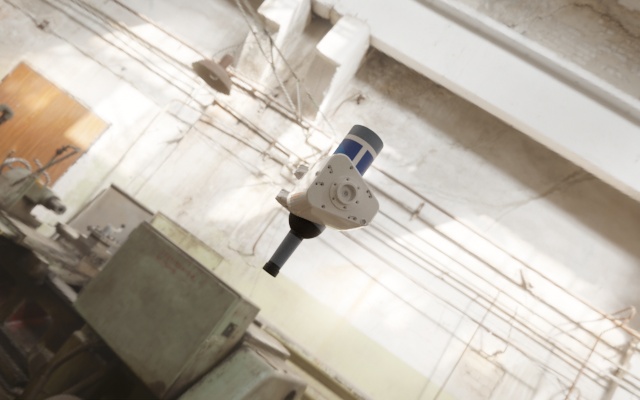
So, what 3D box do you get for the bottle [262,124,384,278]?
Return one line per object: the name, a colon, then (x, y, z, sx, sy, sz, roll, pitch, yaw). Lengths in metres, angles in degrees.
bottle: (0.000, 0.002, 0.808, 0.069, 0.295, 0.069, 34, -14, 10)
